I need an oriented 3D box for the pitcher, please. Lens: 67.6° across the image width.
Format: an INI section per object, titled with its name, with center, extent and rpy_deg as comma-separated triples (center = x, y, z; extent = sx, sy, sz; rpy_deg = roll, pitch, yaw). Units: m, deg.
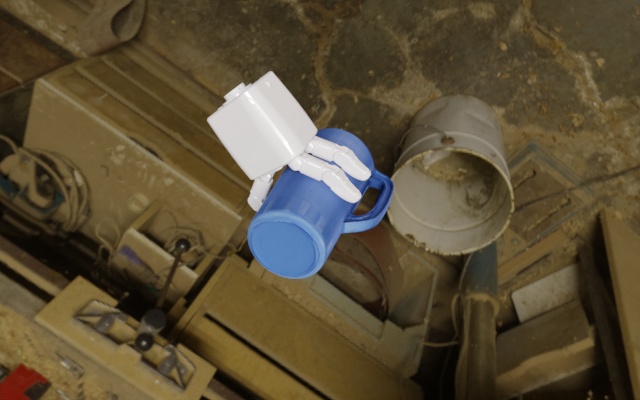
[pitcher]
center = 0.000, 0.002, 0.696
extent = 0.149, 0.145, 0.242
rpy_deg = -27, 19, 32
